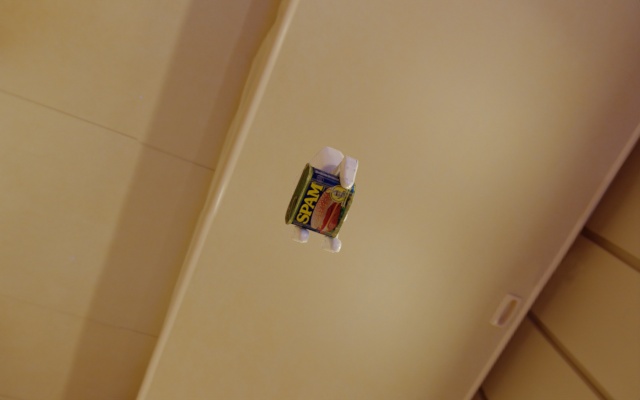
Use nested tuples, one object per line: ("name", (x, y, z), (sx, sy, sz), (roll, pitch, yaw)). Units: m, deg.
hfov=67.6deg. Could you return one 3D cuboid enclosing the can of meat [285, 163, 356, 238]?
("can of meat", (0.000, 0.003, 0.769), (0.084, 0.102, 0.057), (20, 17, -14))
